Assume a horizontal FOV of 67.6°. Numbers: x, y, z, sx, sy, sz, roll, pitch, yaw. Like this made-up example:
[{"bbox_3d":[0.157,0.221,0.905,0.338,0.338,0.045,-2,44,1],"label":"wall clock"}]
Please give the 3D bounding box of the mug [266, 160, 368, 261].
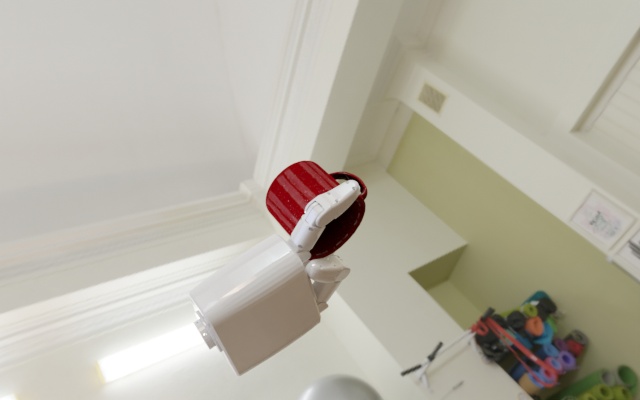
[{"bbox_3d":[0.001,0.001,0.553,0.117,0.093,0.081,-32,57,-22],"label":"mug"}]
